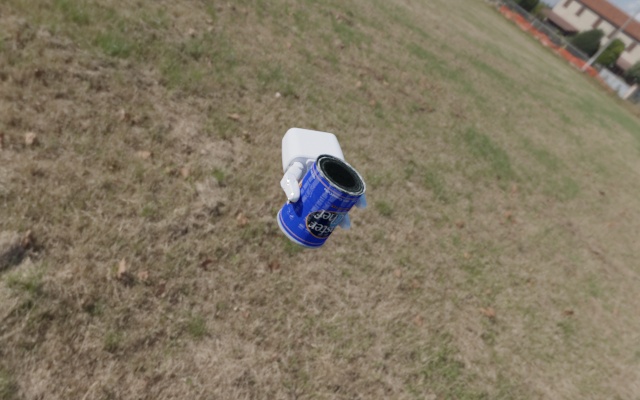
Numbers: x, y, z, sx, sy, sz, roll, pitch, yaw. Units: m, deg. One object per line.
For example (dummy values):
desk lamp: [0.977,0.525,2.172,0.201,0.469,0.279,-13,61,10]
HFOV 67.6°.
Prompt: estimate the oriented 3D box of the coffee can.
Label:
coffee can: [0.000,0.003,0.852,0.103,0.102,0.140,0,-44,-46]
